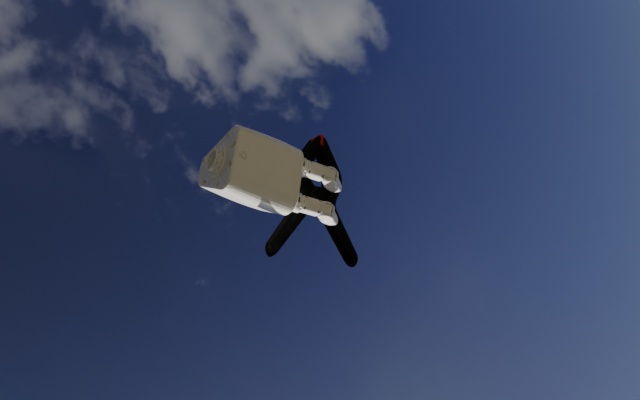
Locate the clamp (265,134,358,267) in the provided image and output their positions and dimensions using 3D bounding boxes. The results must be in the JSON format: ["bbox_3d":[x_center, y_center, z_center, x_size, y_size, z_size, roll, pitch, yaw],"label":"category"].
[{"bbox_3d":[-0.001,0.002,0.746,0.164,0.210,0.036,21,-23,-34],"label":"clamp"}]
